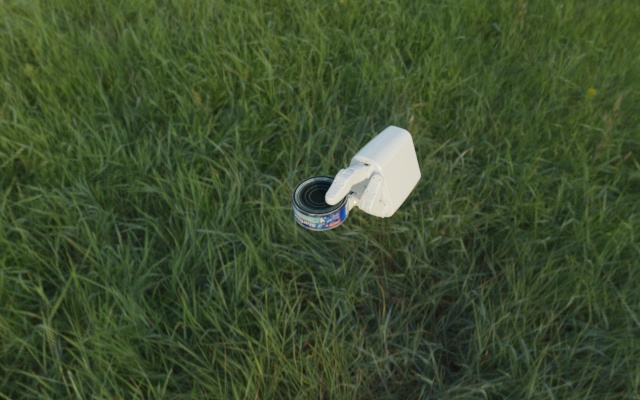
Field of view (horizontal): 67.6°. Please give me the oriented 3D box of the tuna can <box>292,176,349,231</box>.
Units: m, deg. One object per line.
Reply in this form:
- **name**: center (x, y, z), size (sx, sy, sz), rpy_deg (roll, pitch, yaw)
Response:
- **tuna can**: center (0.000, 0.002, 0.716), size (0.086, 0.086, 0.034), rpy_deg (0, -43, 5)
